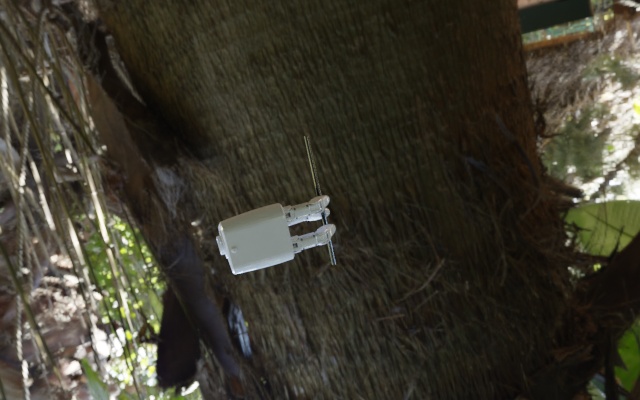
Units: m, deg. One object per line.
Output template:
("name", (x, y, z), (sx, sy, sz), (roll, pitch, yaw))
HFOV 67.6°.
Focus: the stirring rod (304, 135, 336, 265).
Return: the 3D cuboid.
("stirring rod", (0.000, 0.003, 0.853), (0.011, 0.239, 0.011), (-12, 13, 3))
